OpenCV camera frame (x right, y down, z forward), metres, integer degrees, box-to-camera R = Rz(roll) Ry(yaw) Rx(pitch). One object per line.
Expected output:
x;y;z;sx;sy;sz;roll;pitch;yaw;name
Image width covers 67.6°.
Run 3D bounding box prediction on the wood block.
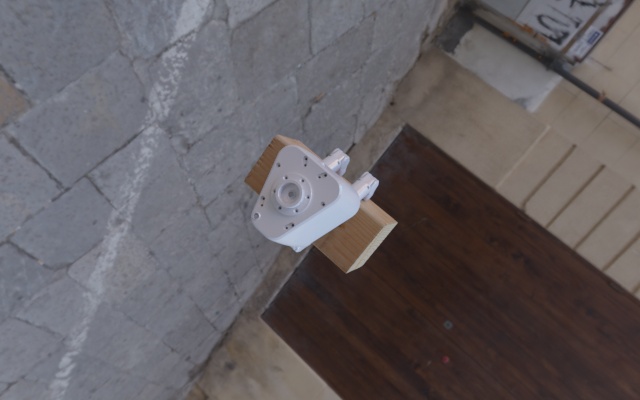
0.000;0.003;0.713;0.206;0.091;0.090;41;14;16;wood block
